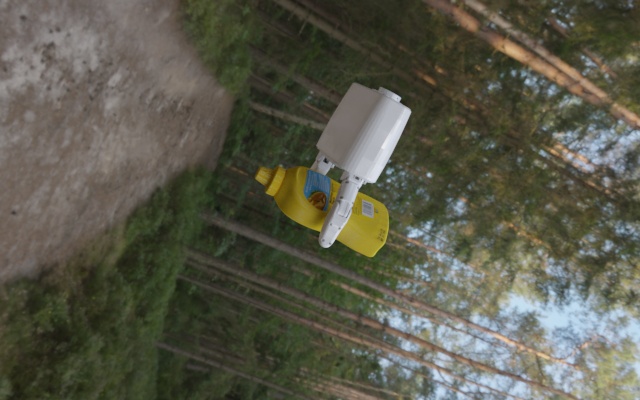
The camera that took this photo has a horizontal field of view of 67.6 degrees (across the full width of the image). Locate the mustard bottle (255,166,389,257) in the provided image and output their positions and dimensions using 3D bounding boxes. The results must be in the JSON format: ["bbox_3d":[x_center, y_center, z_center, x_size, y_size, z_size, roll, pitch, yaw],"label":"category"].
[{"bbox_3d":[0.000,0.003,0.657,0.191,0.058,0.096,26,36,-14],"label":"mustard bottle"}]
